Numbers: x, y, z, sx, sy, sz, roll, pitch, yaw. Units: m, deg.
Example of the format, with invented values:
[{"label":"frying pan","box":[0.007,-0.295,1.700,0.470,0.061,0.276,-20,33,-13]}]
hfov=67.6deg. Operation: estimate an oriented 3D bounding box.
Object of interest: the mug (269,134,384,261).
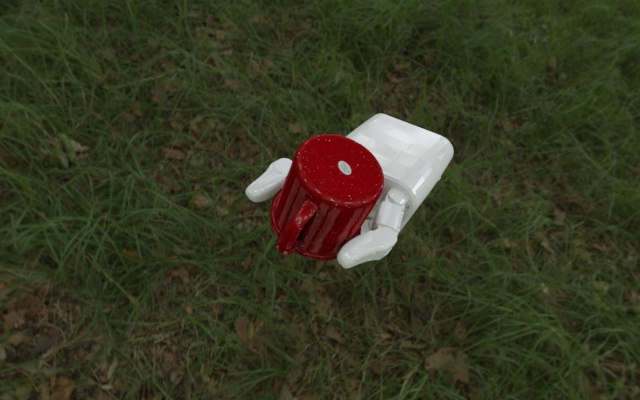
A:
[{"label":"mug","box":[-0.001,0.002,0.425,0.117,0.093,0.081,-45,-13,-38]}]
